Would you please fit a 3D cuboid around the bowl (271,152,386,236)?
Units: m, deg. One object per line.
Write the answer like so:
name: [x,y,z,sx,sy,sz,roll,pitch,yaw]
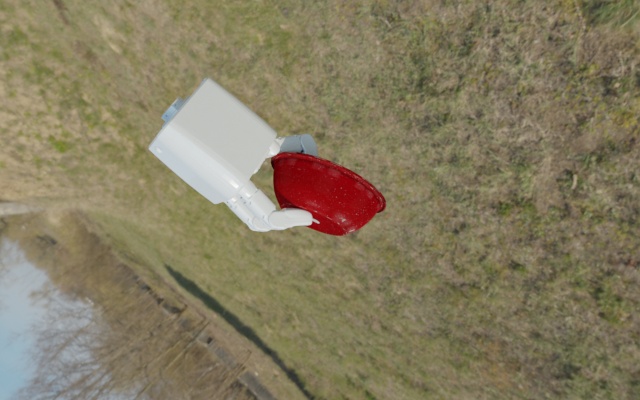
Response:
bowl: [0.001,0.003,0.616,0.162,0.055,0.162,21,-17,7]
